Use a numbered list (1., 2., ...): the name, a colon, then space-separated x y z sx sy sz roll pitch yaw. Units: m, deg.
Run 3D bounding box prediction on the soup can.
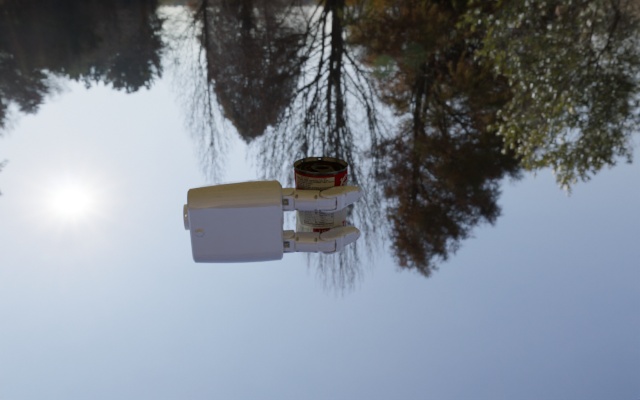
1. soup can: 0.001 0.002 0.609 0.068 0.102 0.068 0 21 0
